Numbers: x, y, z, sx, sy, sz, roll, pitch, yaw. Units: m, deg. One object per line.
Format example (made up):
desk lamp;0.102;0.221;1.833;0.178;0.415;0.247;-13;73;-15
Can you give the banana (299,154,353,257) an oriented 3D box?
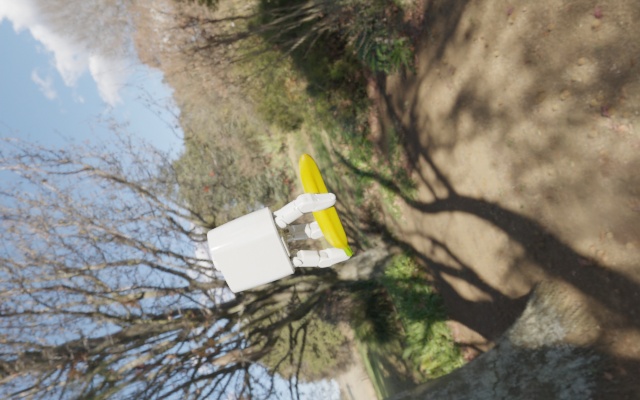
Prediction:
banana;-0.001;0.000;0.786;0.037;0.197;0.070;-22;-17;0
